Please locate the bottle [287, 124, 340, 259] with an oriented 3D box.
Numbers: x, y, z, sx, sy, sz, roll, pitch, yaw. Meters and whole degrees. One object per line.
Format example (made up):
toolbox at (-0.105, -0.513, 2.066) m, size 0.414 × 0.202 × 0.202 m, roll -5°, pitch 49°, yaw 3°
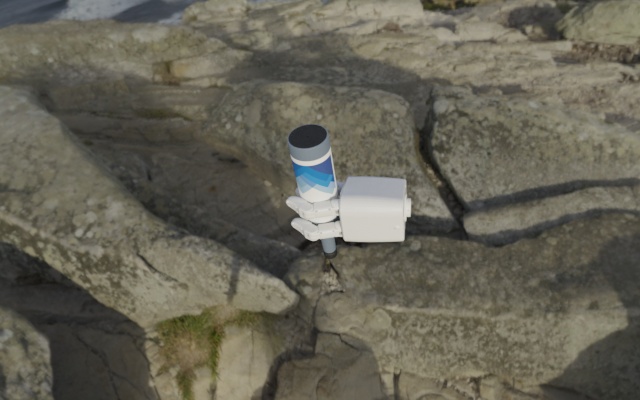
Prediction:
bottle at (0.000, 0.003, 0.855) m, size 0.069 × 0.296 × 0.069 m, roll -6°, pitch 44°, yaw 6°
